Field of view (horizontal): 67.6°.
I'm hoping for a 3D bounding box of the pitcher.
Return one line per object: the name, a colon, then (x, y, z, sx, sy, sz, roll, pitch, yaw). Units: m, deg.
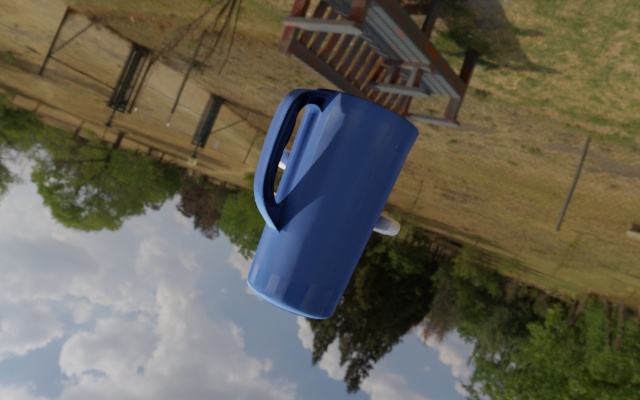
pitcher: (0.000, 0.002, 0.544, 0.149, 0.243, 0.145, 22, -1, 3)
